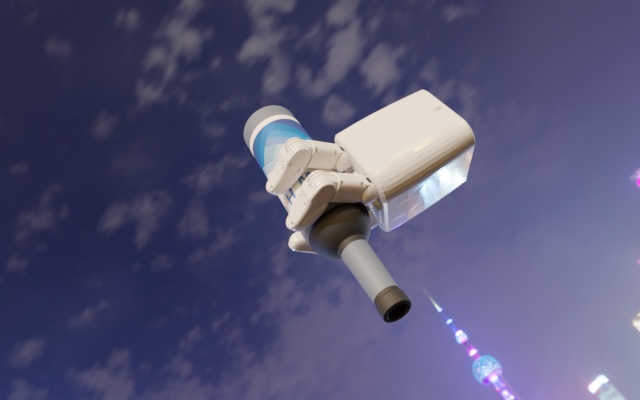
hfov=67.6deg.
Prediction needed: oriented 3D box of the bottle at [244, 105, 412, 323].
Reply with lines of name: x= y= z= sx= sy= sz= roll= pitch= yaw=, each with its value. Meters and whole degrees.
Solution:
bottle: x=0.000 y=0.001 z=0.483 sx=0.069 sy=0.069 sz=0.295 roll=0 pitch=37 yaw=-32
